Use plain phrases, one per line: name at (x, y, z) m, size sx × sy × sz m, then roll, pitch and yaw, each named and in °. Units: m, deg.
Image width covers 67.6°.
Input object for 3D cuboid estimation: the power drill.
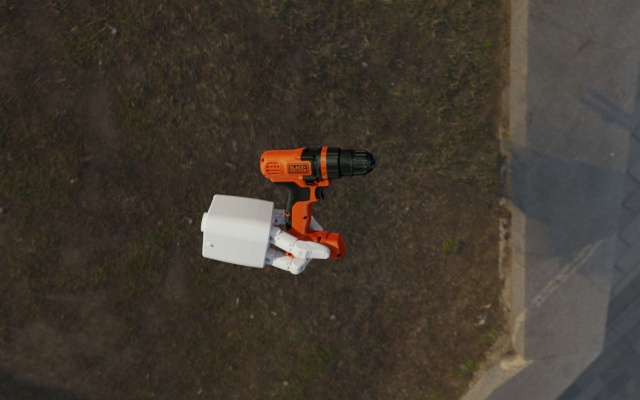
power drill at (0.000, 0.003, 0.788) m, size 0.184 × 0.188 × 0.057 m, roll 1°, pitch 22°, yaw 12°
